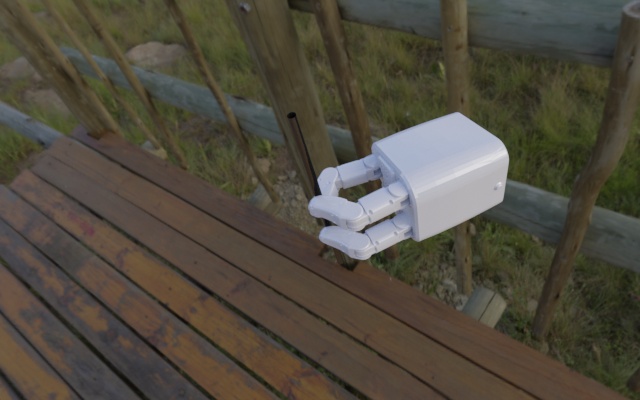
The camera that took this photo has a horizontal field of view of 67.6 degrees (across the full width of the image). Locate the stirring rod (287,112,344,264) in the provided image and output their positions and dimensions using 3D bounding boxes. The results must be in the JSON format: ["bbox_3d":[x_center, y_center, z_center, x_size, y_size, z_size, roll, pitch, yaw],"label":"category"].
[{"bbox_3d":[0.000,0.002,0.493,0.011,0.011,0.240,0,-37,15],"label":"stirring rod"}]
